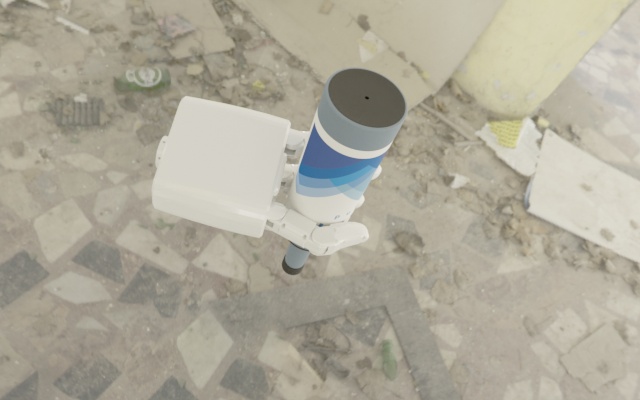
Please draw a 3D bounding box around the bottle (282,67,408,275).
[{"bbox_3d":[0.000,0.001,0.480,0.069,0.069,0.296,0,-33,-17],"label":"bottle"}]
